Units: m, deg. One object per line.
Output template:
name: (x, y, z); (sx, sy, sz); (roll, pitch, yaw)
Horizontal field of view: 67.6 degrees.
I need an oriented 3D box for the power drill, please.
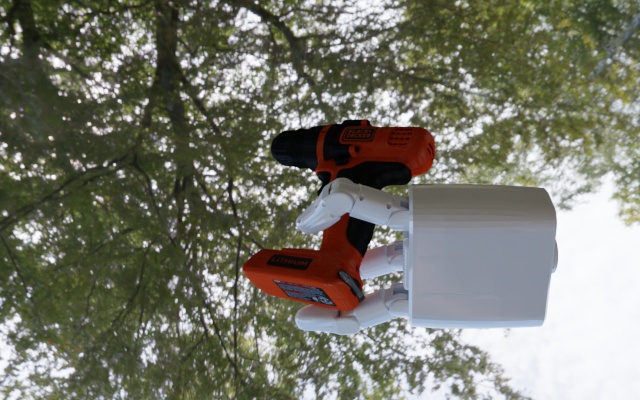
power drill: (0.000, 0.002, 0.456); (0.184, 0.187, 0.057); (4, -32, 34)
